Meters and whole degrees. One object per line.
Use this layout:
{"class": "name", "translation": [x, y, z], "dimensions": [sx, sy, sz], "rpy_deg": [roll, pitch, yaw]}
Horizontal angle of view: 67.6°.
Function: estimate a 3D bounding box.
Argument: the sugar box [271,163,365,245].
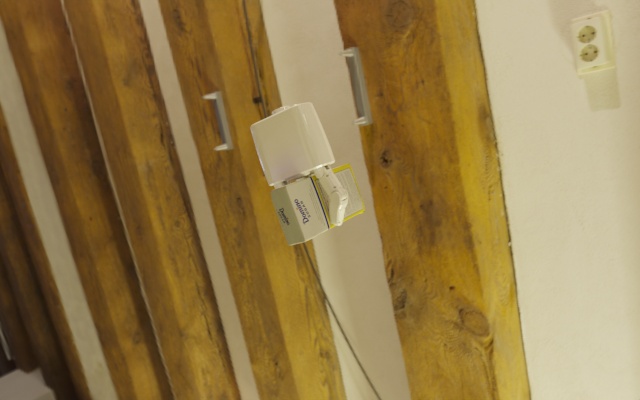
{"class": "sugar box", "translation": [0.000, 0.003, 0.798], "dimensions": [0.048, 0.093, 0.176], "rpy_deg": [-17, 3, 43]}
